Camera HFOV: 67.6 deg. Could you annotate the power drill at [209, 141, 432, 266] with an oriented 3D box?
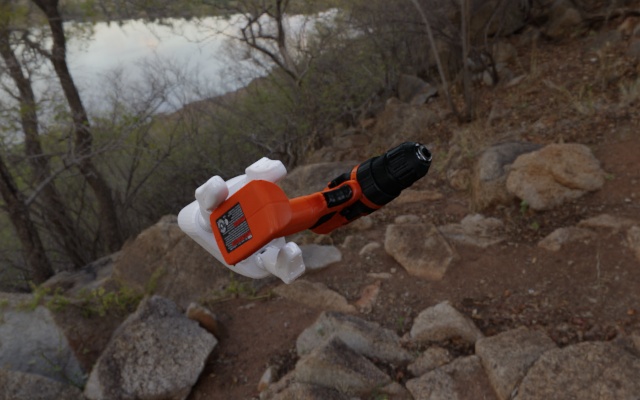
[{"bbox_3d":[0.000,0.002,0.478,0.187,0.057,0.184,-12,-17,-43],"label":"power drill"}]
